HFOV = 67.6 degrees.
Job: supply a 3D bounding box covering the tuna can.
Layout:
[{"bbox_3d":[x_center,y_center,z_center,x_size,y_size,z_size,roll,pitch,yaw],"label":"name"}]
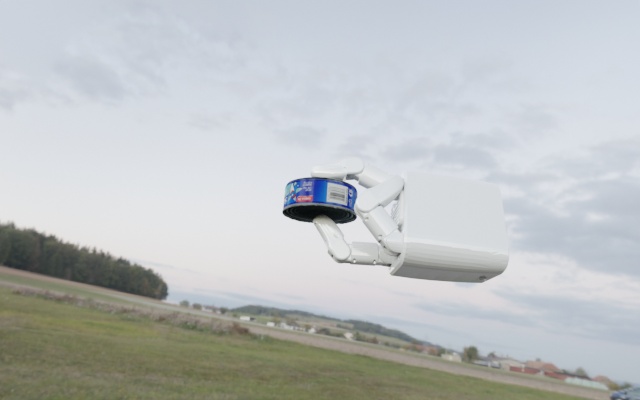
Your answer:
[{"bbox_3d":[0.000,0.001,0.550,0.086,0.033,0.086,4,-16,1],"label":"tuna can"}]
